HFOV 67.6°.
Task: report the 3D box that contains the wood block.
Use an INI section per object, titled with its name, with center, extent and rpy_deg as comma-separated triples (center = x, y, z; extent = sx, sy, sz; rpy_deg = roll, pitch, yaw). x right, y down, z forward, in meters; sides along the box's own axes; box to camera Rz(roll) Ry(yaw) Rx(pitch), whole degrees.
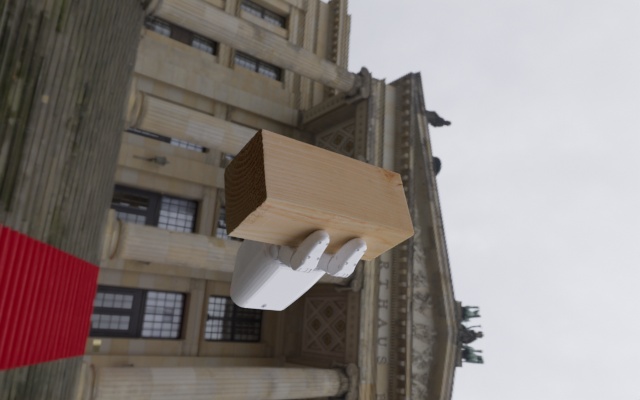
[wood block]
center = 0.000, 0.002, 0.567
extent = 0.206, 0.090, 0.090
rpy_deg = 14, -37, -34
